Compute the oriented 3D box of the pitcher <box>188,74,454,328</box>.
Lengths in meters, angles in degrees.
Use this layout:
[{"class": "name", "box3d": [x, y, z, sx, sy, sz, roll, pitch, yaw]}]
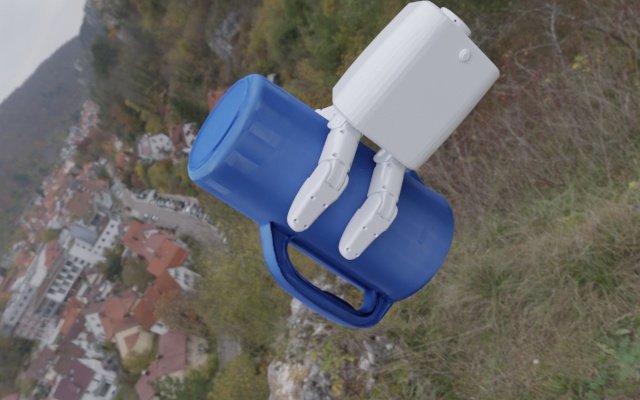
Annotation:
[{"class": "pitcher", "box3d": [0.000, 0.001, 0.453, 0.243, 0.145, 0.149, 33, 20, -27]}]
